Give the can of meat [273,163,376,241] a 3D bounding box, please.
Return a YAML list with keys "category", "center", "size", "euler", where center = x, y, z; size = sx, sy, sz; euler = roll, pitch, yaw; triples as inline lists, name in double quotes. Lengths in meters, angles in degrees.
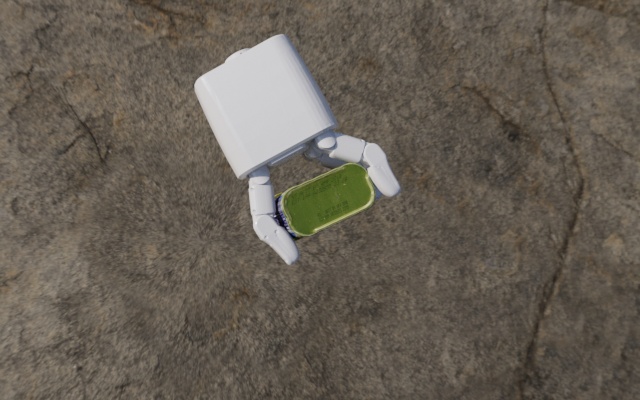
- category: "can of meat"
  center: [0.000, 0.002, 0.510]
  size: [0.102, 0.057, 0.084]
  euler: [-25, 1, -14]
